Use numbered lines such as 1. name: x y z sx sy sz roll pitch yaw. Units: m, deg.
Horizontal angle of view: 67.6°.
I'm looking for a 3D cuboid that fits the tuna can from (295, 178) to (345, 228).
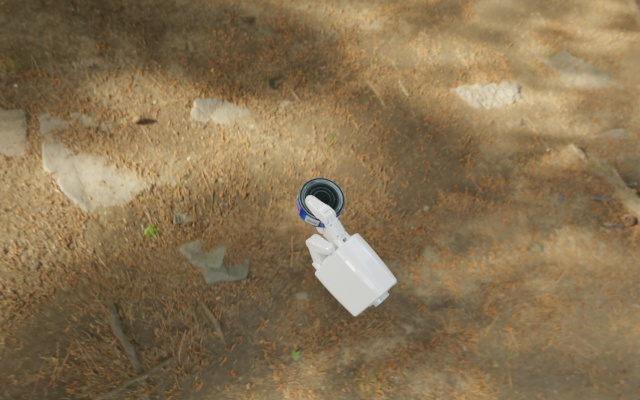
1. tuna can: 0.000 0.002 0.849 0.086 0.086 0.034 0 -26 -12
